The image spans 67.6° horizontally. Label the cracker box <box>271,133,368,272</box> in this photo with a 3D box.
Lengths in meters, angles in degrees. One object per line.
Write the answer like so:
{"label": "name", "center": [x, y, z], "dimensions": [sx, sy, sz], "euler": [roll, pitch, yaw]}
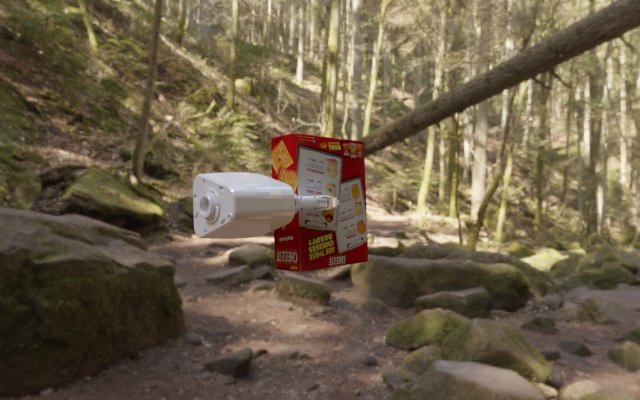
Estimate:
{"label": "cracker box", "center": [0.000, 0.002, 0.802], "dimensions": [0.164, 0.213, 0.072], "euler": [-1, -1, -44]}
